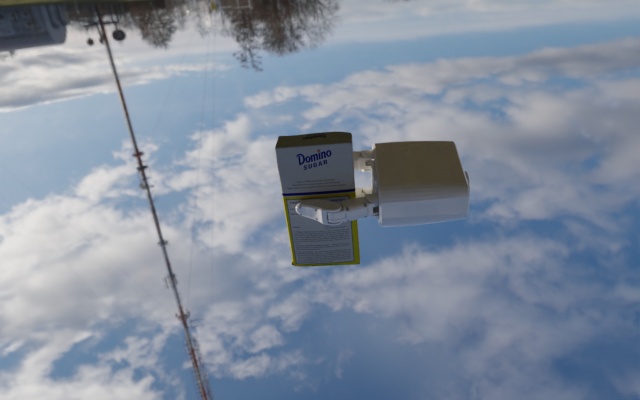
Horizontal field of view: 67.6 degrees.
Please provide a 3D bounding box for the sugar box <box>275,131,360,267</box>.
[{"bbox_3d":[0.000,0.002,0.609,0.093,0.176,0.048,-3,27,4],"label":"sugar box"}]
